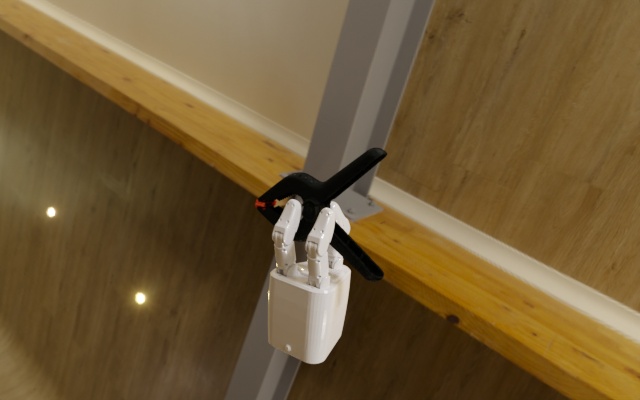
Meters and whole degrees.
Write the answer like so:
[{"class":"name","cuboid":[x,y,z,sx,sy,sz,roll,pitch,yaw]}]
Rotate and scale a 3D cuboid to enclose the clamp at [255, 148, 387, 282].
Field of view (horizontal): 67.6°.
[{"class":"clamp","cuboid":[0.000,0.002,0.633,0.210,0.164,0.036,14,13,35]}]
